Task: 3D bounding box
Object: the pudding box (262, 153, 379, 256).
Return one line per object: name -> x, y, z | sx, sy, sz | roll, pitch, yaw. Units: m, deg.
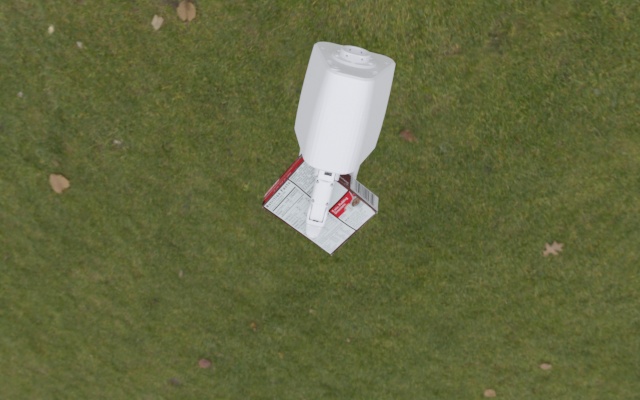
pudding box -> 0.000, 0.002, 0.576 | 0.113, 0.090, 0.039 | 38, 27, -15
